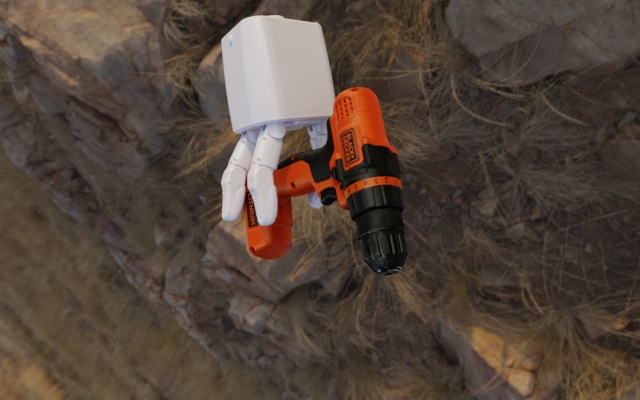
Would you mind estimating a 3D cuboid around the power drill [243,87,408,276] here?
[{"bbox_3d":[0.000,0.001,0.490,0.188,0.184,0.057,-25,-27,37],"label":"power drill"}]
